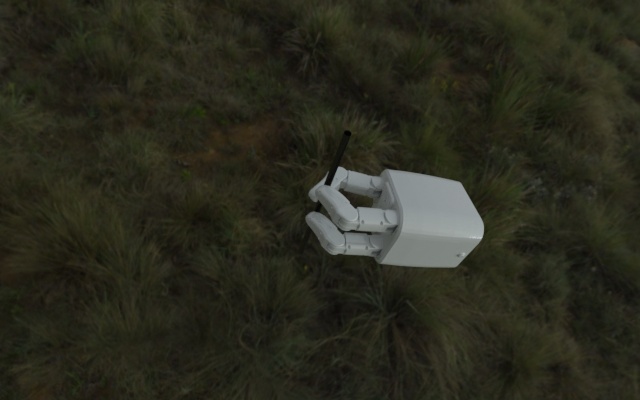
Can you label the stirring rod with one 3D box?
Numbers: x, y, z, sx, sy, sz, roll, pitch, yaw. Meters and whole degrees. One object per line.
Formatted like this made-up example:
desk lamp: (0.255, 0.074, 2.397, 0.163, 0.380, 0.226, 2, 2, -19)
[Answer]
stirring rod: (0.000, 0.002, 0.577, 0.011, 0.011, 0.240, 0, -36, -16)
